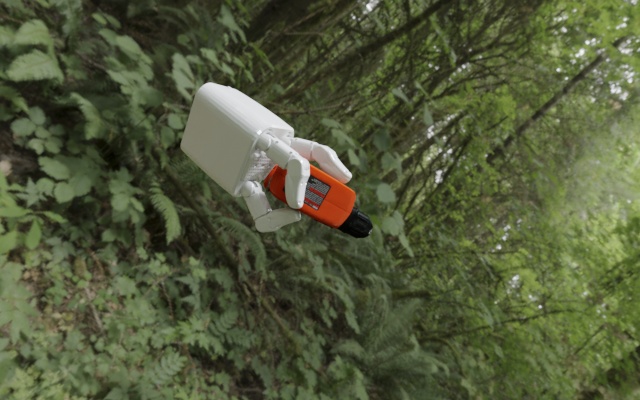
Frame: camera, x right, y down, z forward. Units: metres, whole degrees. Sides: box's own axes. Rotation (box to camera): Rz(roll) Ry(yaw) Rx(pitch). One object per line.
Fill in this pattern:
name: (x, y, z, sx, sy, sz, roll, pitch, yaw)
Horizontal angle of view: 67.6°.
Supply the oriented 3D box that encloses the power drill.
power drill: (0.000, 0.002, 0.669, 0.184, 0.057, 0.187, 27, -5, -1)
